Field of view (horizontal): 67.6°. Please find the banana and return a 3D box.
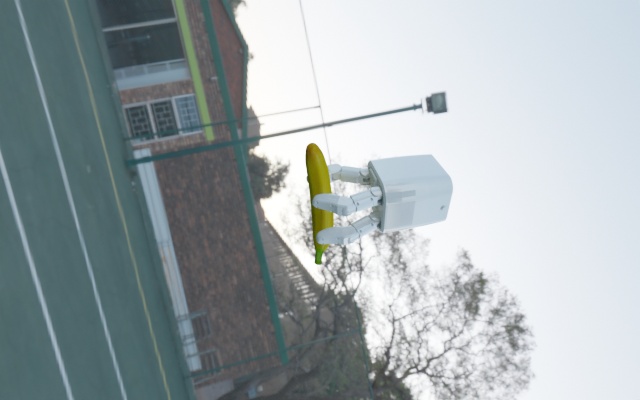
[{"bbox_3d":[0.000,-0.002,0.741,0.037,0.198,0.069,-4,22,2],"label":"banana"}]
